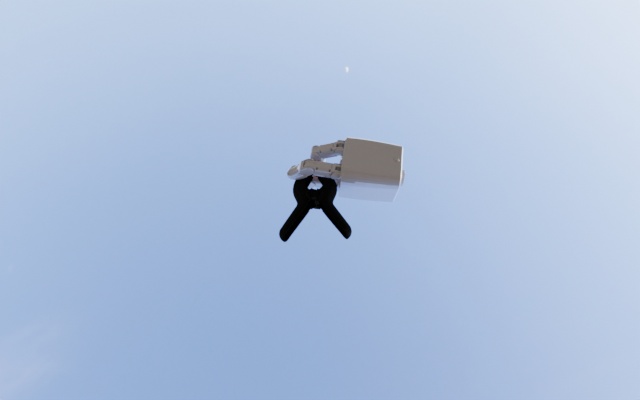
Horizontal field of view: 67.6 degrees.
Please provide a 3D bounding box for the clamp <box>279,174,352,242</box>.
[{"bbox_3d":[0.000,0.003,0.837,0.120,0.171,0.039,8,-34,3],"label":"clamp"}]
